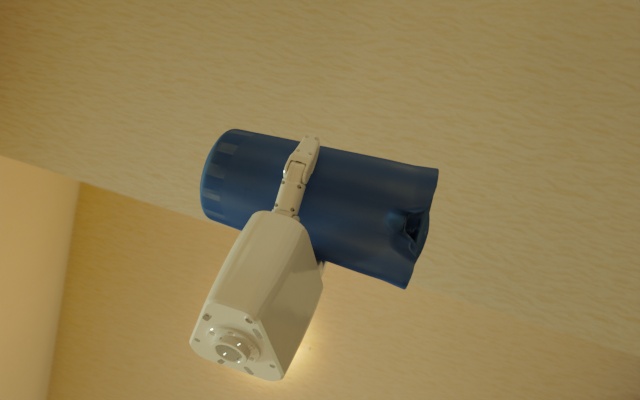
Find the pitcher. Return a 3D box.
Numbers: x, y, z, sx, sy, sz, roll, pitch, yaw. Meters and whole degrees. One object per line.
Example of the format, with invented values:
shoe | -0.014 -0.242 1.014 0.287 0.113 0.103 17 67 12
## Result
pitcher | 0.000 0.002 0.537 0.243 0.149 0.145 16 45 9
